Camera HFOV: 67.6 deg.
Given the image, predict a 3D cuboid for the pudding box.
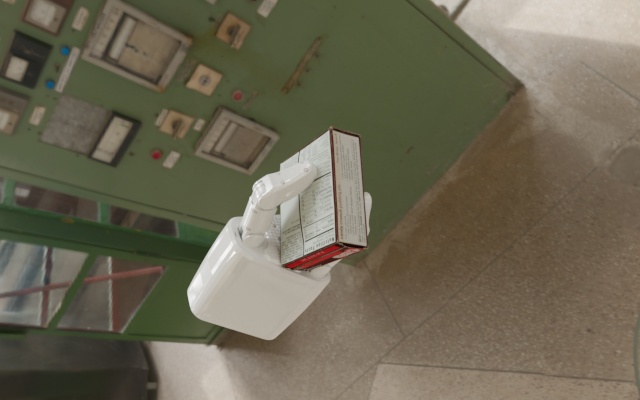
[{"bbox_3d":[0.000,0.001,0.444,0.039,0.113,0.090,12,-25,-35],"label":"pudding box"}]
